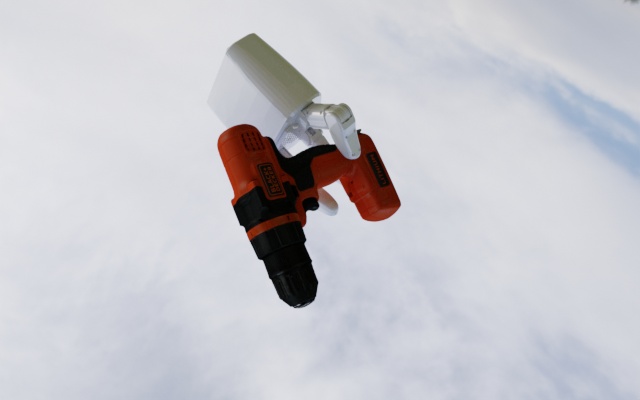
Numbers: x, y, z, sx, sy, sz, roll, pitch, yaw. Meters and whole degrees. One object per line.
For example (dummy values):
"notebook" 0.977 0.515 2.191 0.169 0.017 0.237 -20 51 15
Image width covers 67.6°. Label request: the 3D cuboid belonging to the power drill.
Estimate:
"power drill" 0.000 0.001 0.496 0.187 0.184 0.057 -13 -13 -44
